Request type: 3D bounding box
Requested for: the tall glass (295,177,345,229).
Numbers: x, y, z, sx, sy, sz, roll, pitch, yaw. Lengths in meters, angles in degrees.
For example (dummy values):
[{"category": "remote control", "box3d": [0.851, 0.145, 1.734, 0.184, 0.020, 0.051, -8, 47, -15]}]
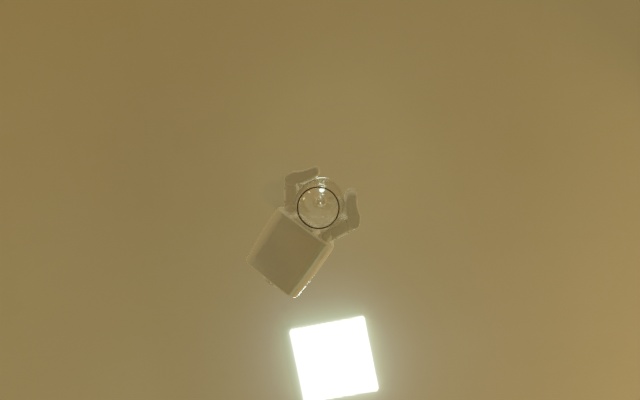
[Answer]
[{"category": "tall glass", "box3d": [0.000, 0.002, 0.784, 0.079, 0.079, 0.201, 0, 4, 2]}]
